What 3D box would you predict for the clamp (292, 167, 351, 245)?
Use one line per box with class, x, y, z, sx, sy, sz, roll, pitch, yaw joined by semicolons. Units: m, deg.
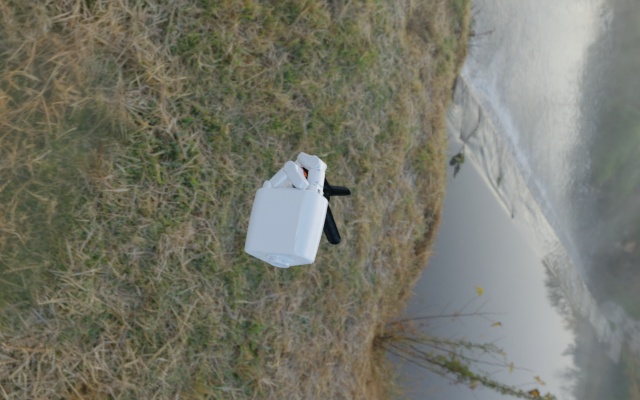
clamp;0.001;0.003;0.854;0.039;0.120;0.171;-15;-31;33
